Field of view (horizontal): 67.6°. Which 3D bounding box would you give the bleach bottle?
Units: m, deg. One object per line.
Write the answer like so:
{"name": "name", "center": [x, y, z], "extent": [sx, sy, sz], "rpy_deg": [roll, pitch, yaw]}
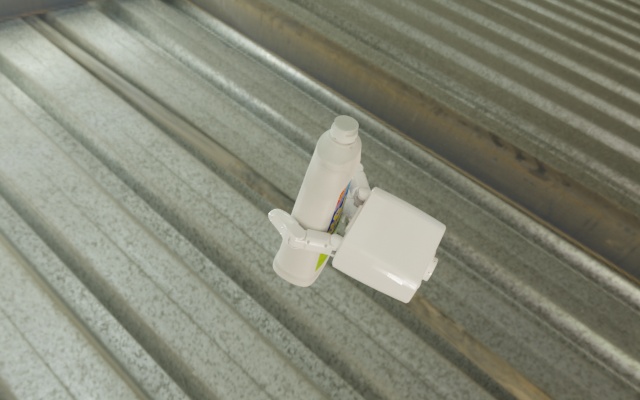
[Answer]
{"name": "bleach bottle", "center": [0.000, 0.002, 0.619], "extent": [0.068, 0.251, 0.102], "rpy_deg": [27, 47, 10]}
